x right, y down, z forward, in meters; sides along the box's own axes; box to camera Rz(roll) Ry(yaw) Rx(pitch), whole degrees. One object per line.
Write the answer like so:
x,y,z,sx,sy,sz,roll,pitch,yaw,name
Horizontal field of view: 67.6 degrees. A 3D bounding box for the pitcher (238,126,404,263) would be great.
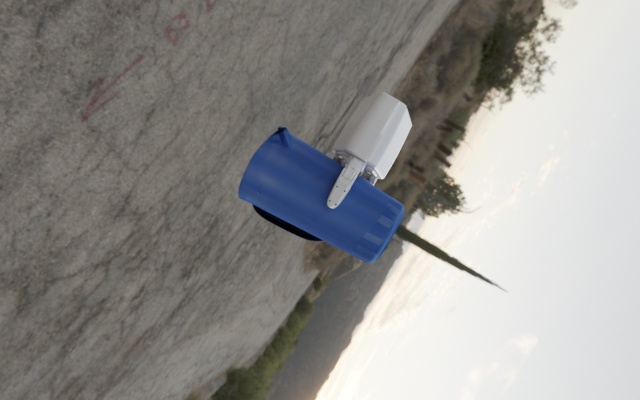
0.000,0.002,0.762,0.243,0.145,0.149,30,-2,4,pitcher
